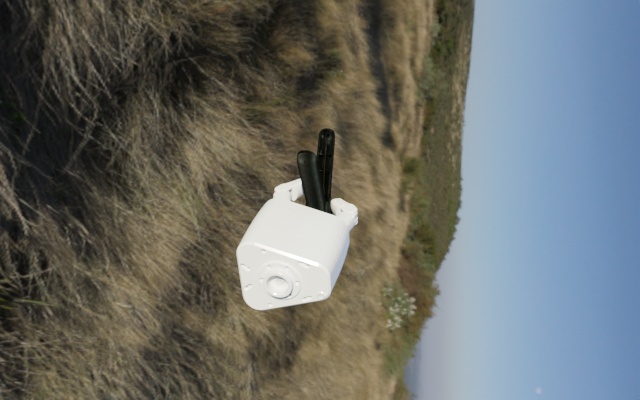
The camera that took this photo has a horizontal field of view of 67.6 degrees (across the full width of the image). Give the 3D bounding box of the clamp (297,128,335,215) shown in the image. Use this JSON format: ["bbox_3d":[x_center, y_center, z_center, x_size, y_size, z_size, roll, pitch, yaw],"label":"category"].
[{"bbox_3d":[0.001,0.003,0.690,0.036,0.210,0.164,3,26,12],"label":"clamp"}]
